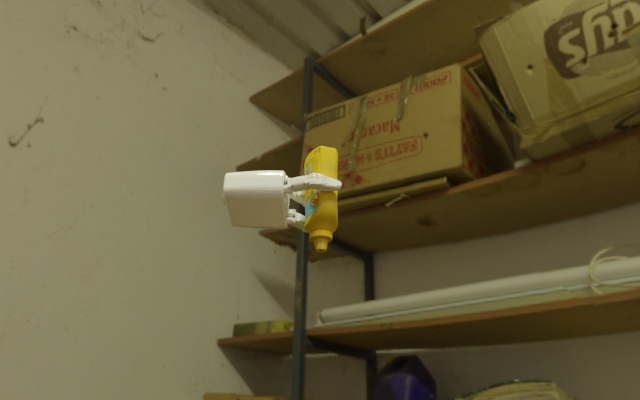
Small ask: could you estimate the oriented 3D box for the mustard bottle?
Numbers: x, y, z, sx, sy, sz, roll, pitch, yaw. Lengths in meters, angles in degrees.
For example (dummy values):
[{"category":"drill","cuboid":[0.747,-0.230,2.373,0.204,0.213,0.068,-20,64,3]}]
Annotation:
[{"category":"mustard bottle","cuboid":[0.000,0.003,0.879,0.058,0.191,0.096,10,-28,-19]}]
